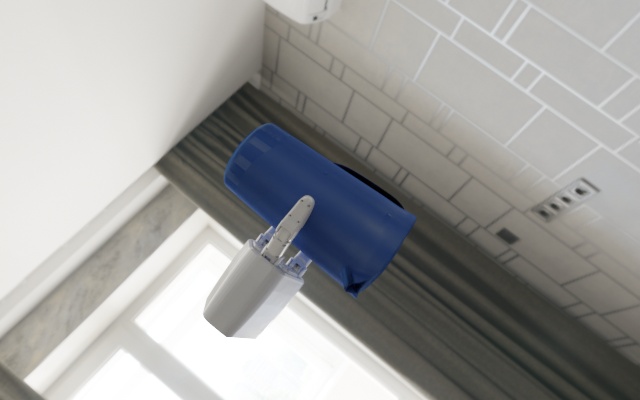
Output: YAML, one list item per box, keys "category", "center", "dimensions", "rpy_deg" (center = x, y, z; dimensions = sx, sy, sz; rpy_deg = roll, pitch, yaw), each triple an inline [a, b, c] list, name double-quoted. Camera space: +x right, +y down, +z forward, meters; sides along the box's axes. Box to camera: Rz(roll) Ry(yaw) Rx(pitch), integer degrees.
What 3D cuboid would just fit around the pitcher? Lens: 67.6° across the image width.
- category: "pitcher"
  center: [0.000, 0.002, 0.644]
  dimensions: [0.243, 0.145, 0.149]
  rpy_deg: [37, -2, 7]
